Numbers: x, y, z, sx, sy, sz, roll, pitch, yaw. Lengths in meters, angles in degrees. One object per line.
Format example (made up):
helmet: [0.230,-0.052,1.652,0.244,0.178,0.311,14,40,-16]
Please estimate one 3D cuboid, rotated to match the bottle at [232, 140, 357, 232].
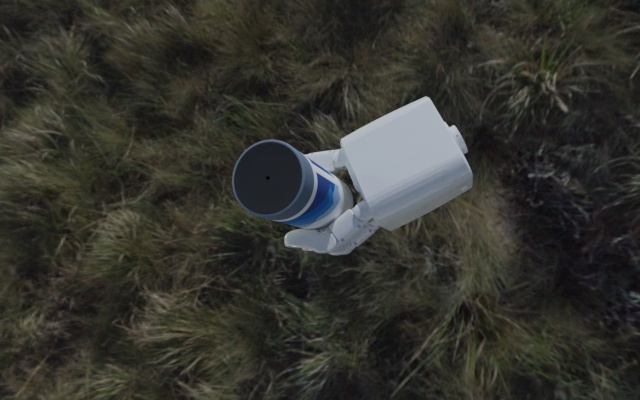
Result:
bottle: [0.000,0.002,0.537,0.069,0.069,0.296,0,-8,18]
